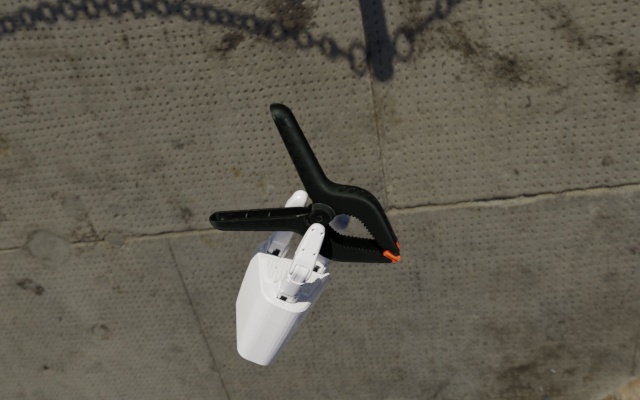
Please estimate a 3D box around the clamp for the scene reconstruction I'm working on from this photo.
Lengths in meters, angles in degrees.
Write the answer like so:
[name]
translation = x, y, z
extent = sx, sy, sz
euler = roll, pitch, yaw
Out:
[clamp]
translation = 0.000, 0.002, 0.511
extent = 0.210, 0.165, 0.036
euler = 23, 30, -6
